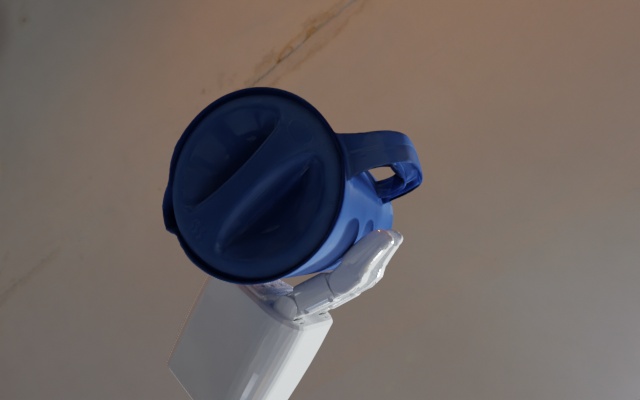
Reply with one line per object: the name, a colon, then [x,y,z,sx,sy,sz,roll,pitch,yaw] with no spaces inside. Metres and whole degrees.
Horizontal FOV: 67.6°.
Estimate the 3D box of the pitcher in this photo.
pitcher: [0.000,0.002,0.419,0.149,0.145,0.243,29,3,21]
